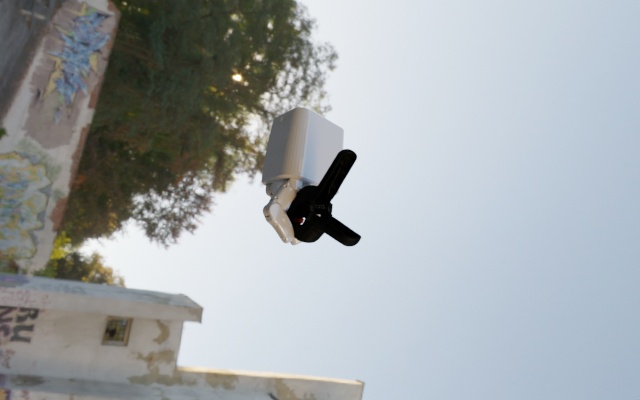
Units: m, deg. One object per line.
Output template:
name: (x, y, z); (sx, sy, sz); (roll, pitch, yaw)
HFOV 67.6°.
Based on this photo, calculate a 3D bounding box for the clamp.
clamp: (0.001, 0.002, 0.631); (0.039, 0.120, 0.171); (15, -13, -31)
